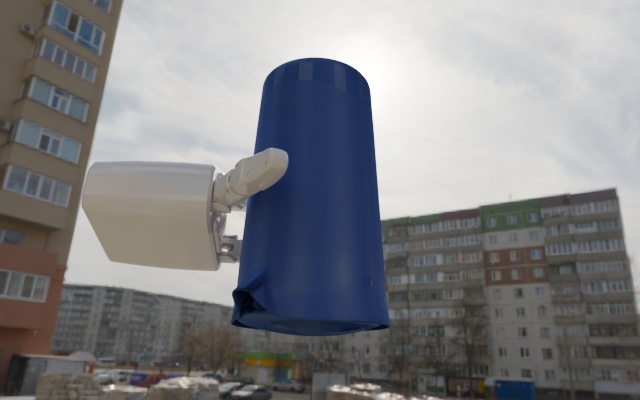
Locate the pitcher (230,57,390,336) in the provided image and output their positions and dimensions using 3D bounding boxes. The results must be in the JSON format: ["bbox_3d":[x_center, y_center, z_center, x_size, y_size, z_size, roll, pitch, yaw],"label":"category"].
[{"bbox_3d":[0.000,0.001,0.446,0.145,0.242,0.149,3,-19,-4],"label":"pitcher"}]
